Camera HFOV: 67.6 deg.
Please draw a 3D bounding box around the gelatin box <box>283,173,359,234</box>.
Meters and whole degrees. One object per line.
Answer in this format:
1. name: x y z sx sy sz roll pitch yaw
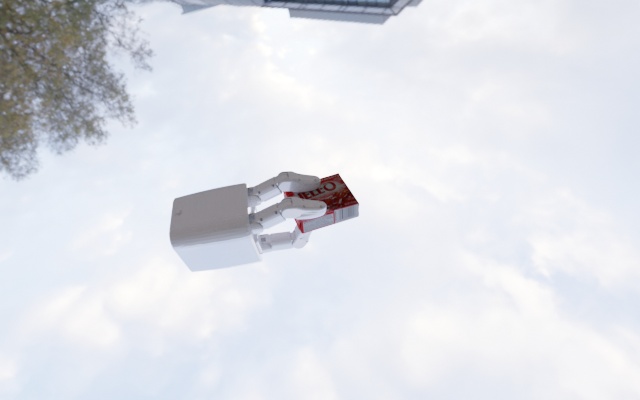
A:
1. gelatin box: 0.000 0.002 0.673 0.089 0.030 0.073 -16 43 -14
